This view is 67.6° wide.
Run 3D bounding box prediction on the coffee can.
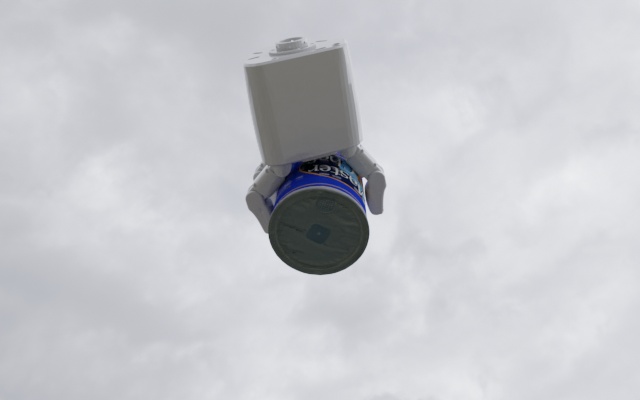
[{"bbox_3d":[0.000,0.002,0.540,0.103,0.103,0.140,0,28,2],"label":"coffee can"}]
